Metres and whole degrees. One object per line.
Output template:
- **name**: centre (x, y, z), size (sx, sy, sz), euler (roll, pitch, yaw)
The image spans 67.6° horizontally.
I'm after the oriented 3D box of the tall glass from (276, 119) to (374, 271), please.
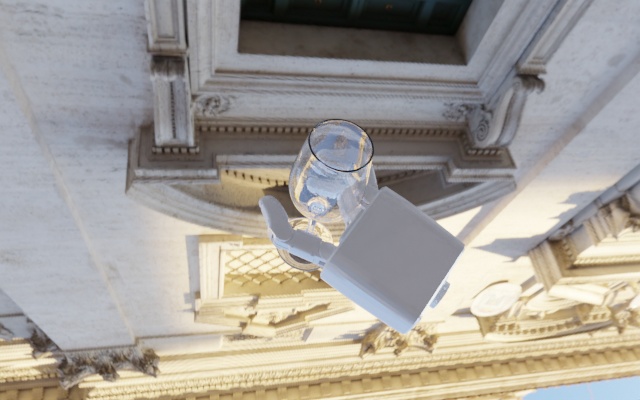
- **tall glass**: centre (0.000, 0.002, 0.513), size (0.079, 0.079, 0.201), euler (0, -32, -13)
